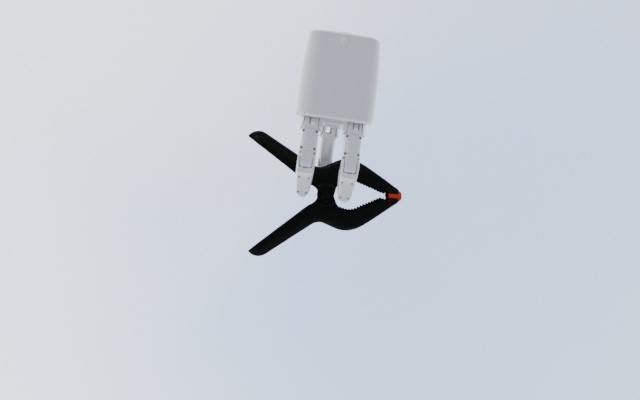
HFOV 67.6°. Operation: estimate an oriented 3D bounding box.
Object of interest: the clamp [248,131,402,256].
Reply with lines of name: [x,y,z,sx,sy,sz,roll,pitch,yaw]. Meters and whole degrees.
clamp: [0.001,0.002,0.637,0.210,0.164,0.036,7,5,-4]
